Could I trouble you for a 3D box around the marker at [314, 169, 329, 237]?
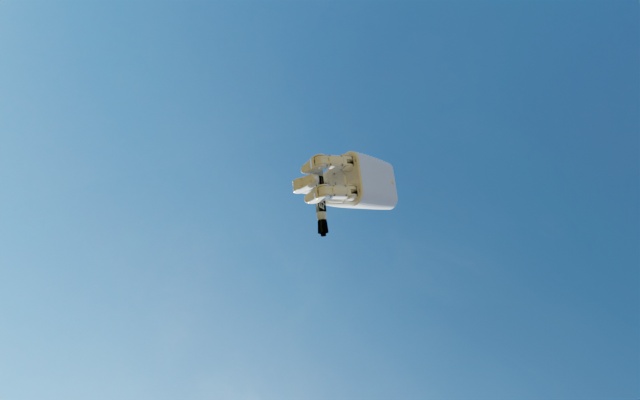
[{"bbox_3d":[0.000,0.003,0.831,0.020,0.121,0.020,-5,-14,-1],"label":"marker"}]
